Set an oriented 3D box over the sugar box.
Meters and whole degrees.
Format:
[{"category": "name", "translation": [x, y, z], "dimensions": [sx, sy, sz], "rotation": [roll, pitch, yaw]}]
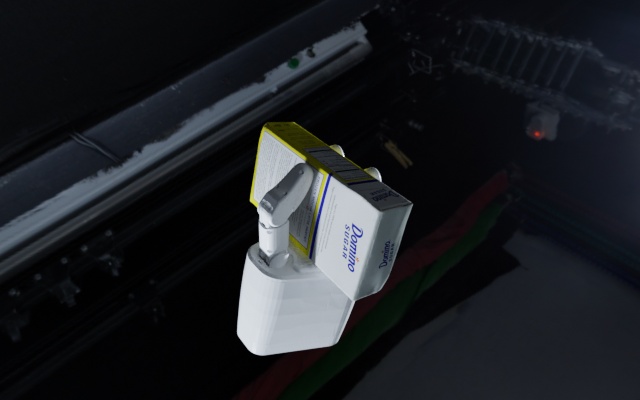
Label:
[{"category": "sugar box", "translation": [0.000, 0.001, 0.447], "dimensions": [0.048, 0.093, 0.176], "rotation": [-12, 37, -39]}]
